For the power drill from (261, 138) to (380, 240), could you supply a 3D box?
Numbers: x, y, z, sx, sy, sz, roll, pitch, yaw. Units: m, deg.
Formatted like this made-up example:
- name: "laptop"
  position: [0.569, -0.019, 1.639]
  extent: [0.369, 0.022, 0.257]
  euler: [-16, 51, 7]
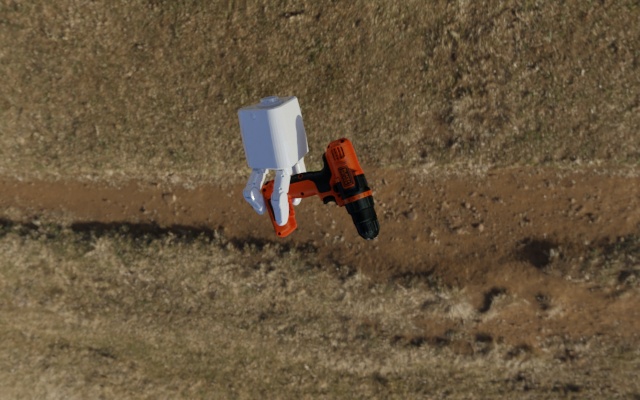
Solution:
- name: "power drill"
  position: [0.000, 0.003, 0.855]
  extent: [0.187, 0.184, 0.057]
  euler: [-20, -3, 18]
